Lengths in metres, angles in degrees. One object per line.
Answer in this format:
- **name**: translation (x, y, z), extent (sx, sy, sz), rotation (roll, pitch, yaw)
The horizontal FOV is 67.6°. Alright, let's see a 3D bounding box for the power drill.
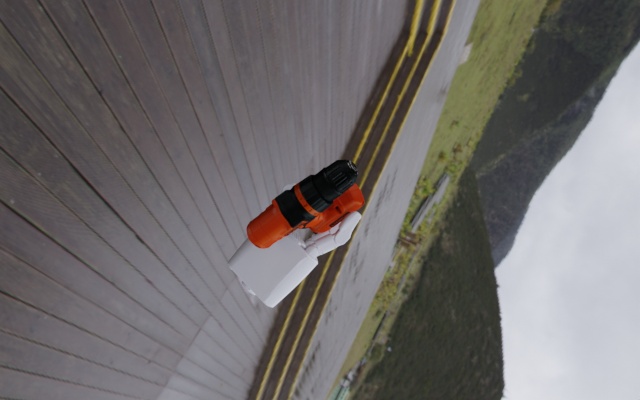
- **power drill**: translation (0.000, 0.003, 0.713), extent (0.184, 0.057, 0.187), rotation (-34, -13, 20)
